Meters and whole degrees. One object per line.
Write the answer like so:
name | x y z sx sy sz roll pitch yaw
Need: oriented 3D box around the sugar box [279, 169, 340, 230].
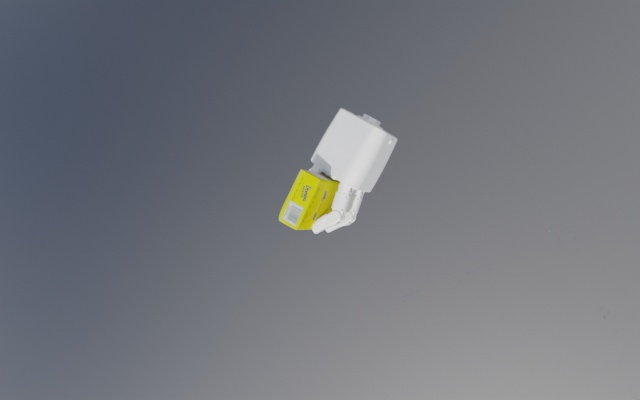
sugar box | 0.001 0.003 0.835 0.048 0.093 0.176 30 10 24
